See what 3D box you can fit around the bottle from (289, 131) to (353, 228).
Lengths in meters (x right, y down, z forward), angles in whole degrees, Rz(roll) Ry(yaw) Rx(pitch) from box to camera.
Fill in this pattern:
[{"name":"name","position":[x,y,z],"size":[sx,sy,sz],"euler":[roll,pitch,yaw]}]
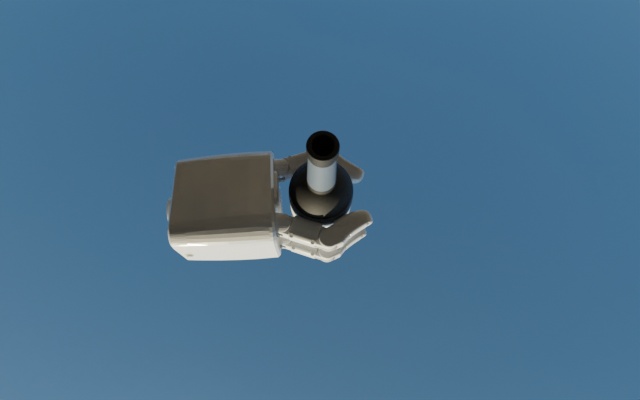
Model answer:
[{"name":"bottle","position":[0.000,0.002,0.524],"size":[0.069,0.069,0.296],"euler":[0,-18,-1]}]
